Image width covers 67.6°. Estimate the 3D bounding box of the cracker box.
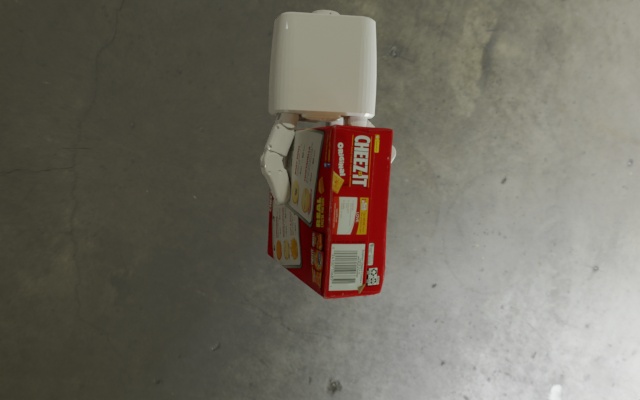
[{"bbox_3d":[0.000,0.002,0.544,0.072,0.164,0.213,1,5,-21],"label":"cracker box"}]
